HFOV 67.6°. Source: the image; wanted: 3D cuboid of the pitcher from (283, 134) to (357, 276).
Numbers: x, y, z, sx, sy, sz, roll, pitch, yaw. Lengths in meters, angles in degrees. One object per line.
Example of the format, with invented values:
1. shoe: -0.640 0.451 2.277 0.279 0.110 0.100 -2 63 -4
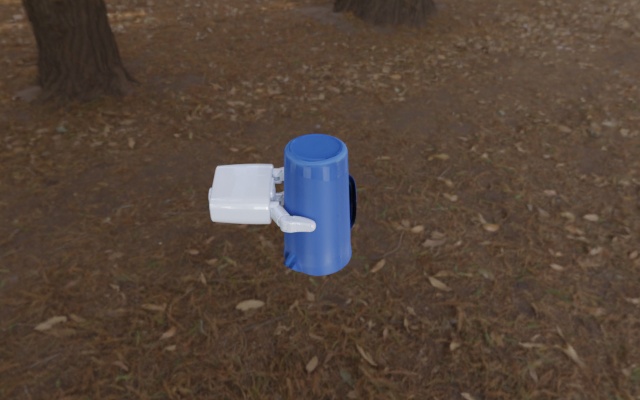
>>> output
1. pitcher: 0.000 0.003 0.875 0.145 0.243 0.149 0 35 0
